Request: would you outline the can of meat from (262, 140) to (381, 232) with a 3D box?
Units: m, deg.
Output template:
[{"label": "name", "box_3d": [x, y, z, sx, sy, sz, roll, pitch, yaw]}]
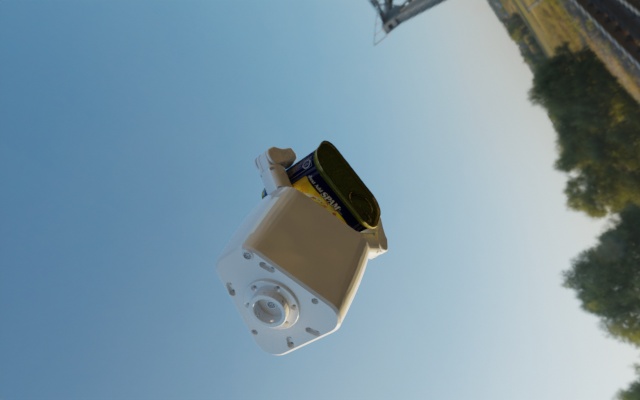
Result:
[{"label": "can of meat", "box_3d": [0.000, 0.002, 0.512, 0.084, 0.102, 0.057, -32, 16, 28]}]
